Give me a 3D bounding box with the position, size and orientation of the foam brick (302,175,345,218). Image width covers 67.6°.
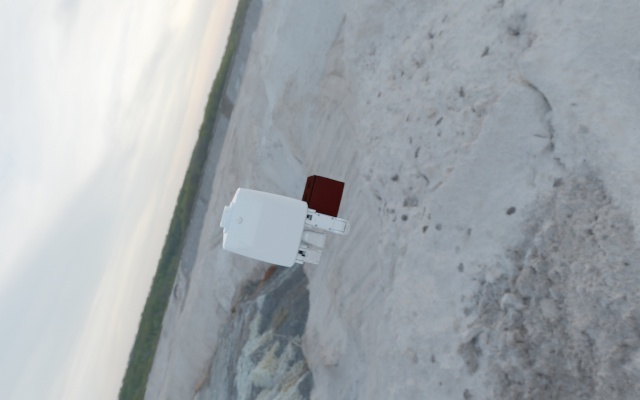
[{"bbox_3d":[0.000,0.002,0.757,0.051,0.078,0.053,15,-5,-13],"label":"foam brick"}]
